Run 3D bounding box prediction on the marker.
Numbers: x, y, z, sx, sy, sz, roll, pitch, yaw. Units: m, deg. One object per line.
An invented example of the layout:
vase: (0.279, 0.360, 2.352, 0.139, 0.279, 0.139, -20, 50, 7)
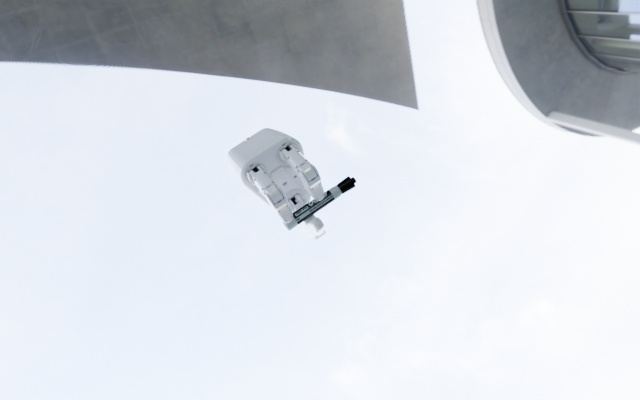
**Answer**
marker: (0.000, 0.002, 0.678, 0.121, 0.020, 0.020, -34, 7, -11)
